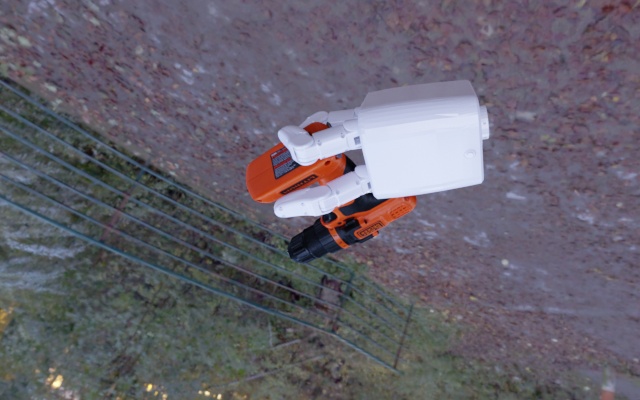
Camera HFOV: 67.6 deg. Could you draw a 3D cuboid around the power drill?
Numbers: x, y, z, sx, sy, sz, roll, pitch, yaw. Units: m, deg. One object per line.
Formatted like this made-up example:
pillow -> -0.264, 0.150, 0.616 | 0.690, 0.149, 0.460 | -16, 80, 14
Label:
power drill -> 0.000, 0.002, 0.556 | 0.184, 0.057, 0.188 | -31, -36, 17
